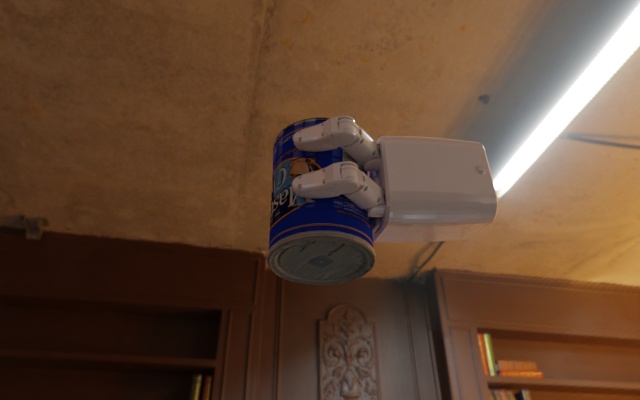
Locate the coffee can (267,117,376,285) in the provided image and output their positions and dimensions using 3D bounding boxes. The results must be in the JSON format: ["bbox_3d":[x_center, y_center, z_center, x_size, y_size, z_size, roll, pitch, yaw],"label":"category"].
[{"bbox_3d":[0.000,0.002,0.488,0.103,0.140,0.103,-1,-34,0],"label":"coffee can"}]
